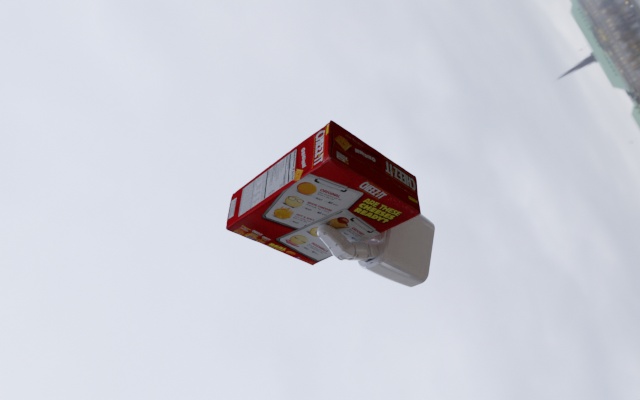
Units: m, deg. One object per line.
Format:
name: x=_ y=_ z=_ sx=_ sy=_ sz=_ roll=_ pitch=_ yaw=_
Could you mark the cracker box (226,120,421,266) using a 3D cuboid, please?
cracker box: x=0.000 y=0.002 z=0.653 sx=0.164 sy=0.072 sz=0.214 roll=28 pitch=-43 yaw=-33
